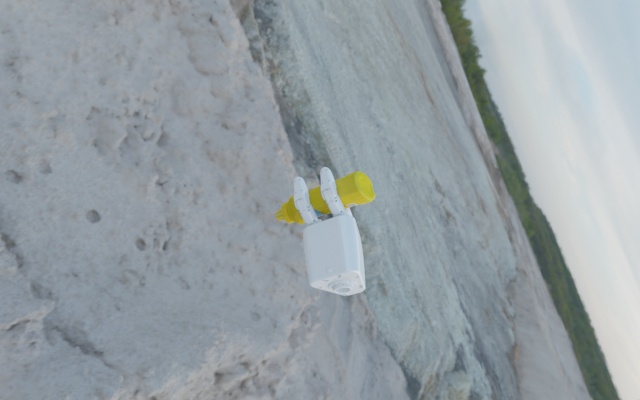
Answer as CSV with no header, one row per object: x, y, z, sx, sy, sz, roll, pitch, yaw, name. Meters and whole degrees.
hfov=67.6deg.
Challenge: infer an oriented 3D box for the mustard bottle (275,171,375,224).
0.000,0.003,0.897,0.191,0.058,0.096,-20,-11,22,mustard bottle
